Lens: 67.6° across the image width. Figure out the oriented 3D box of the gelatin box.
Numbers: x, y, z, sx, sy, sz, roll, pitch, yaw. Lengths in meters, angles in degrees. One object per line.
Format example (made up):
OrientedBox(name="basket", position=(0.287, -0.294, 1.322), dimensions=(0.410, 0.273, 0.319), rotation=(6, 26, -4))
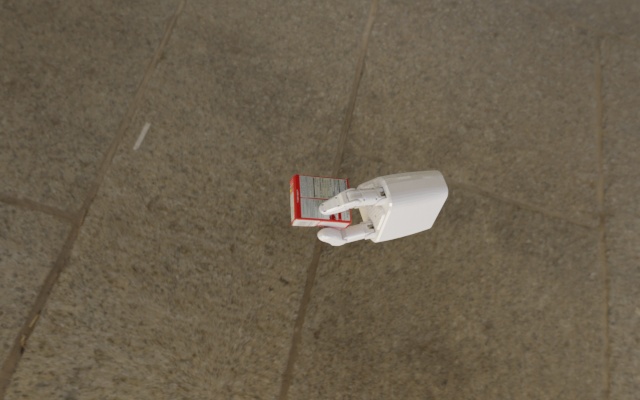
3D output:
OrientedBox(name="gelatin box", position=(0.000, 0.002, 0.717), dimensions=(0.089, 0.073, 0.030), rotation=(5, -25, -19))
